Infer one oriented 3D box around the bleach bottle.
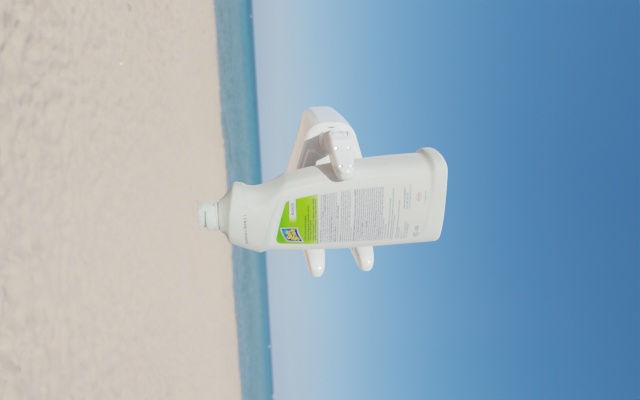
[{"bbox_3d":[0.000,0.002,0.502,0.251,0.103,0.068,-3,23,-7],"label":"bleach bottle"}]
